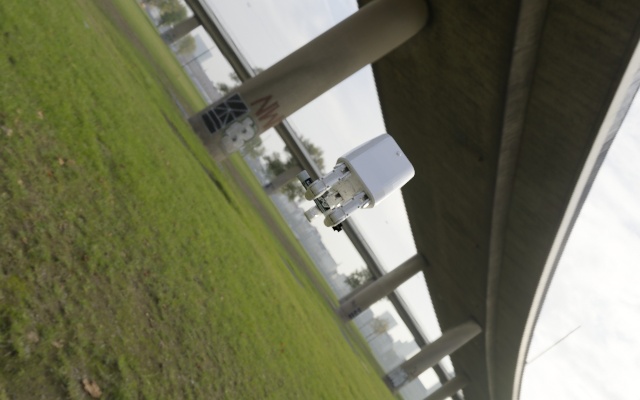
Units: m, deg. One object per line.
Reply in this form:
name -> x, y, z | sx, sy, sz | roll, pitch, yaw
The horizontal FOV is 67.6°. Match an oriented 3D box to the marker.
marker -> 0.000, 0.003, 0.816 | 0.020, 0.121, 0.020 | -34, -2, -1
